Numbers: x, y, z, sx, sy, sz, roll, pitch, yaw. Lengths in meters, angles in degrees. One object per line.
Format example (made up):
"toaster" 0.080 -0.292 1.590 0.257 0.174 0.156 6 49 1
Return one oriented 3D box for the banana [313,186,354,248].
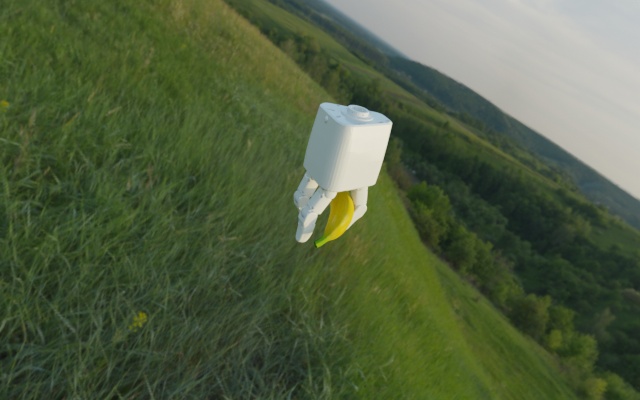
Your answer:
"banana" 0.019 0.003 0.792 0.069 0.037 0.197 -5 33 1
